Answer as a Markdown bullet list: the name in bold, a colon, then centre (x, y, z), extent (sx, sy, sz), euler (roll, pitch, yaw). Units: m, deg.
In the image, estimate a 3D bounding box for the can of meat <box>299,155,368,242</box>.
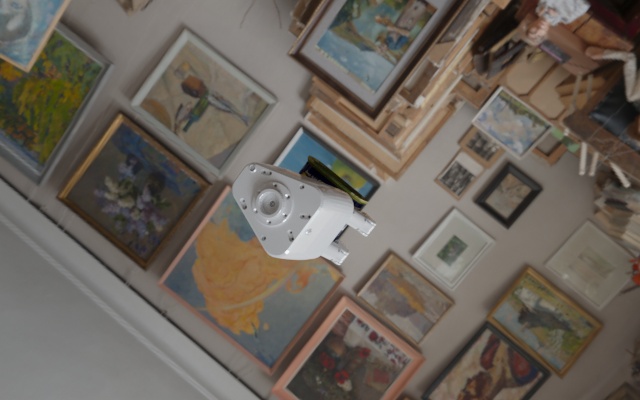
- **can of meat**: centre (0.000, 0.002, 0.663), extent (0.102, 0.084, 0.057), euler (40, 9, 16)
